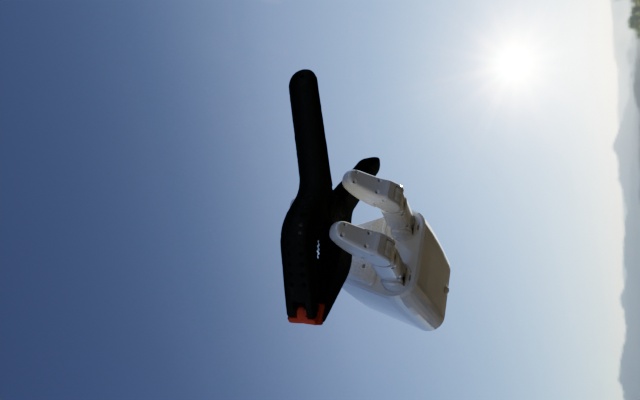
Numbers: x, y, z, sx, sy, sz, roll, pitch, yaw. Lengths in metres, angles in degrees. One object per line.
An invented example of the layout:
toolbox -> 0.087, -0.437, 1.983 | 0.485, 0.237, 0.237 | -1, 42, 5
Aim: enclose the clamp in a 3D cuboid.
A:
clamp -> -0.001, 0.002, 0.427 | 0.036, 0.210, 0.165 | -4, -34, 31
